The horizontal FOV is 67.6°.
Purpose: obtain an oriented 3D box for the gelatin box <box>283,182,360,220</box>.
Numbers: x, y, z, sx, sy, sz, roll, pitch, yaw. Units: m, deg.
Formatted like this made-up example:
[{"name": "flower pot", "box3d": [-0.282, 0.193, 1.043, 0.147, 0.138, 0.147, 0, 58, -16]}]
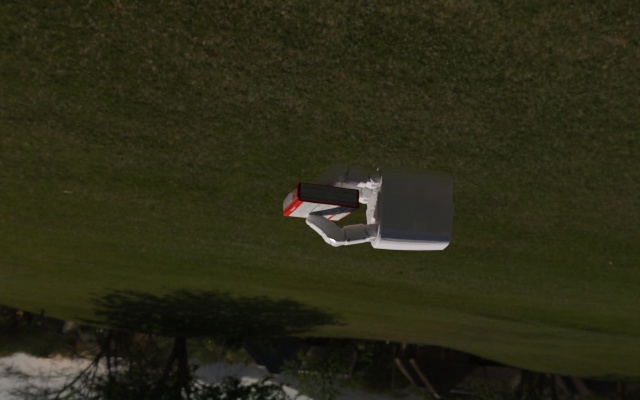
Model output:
[{"name": "gelatin box", "box3d": [0.000, 0.003, 0.664, 0.089, 0.030, 0.073, 6, -18, -19]}]
